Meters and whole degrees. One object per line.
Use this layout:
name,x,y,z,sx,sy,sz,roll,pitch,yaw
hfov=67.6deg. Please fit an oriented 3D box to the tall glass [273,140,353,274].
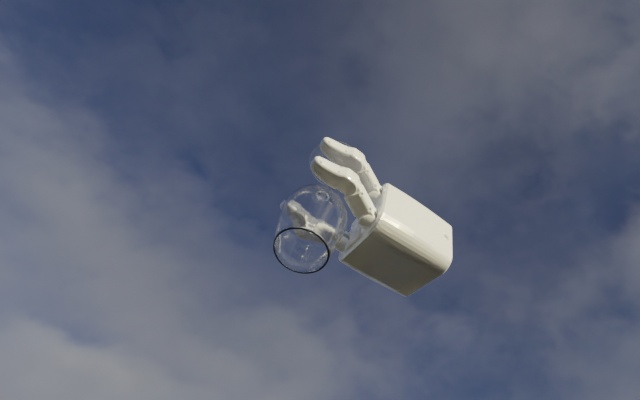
tall glass,0.000,0.002,0.585,0.079,0.079,0.201,0,31,15
